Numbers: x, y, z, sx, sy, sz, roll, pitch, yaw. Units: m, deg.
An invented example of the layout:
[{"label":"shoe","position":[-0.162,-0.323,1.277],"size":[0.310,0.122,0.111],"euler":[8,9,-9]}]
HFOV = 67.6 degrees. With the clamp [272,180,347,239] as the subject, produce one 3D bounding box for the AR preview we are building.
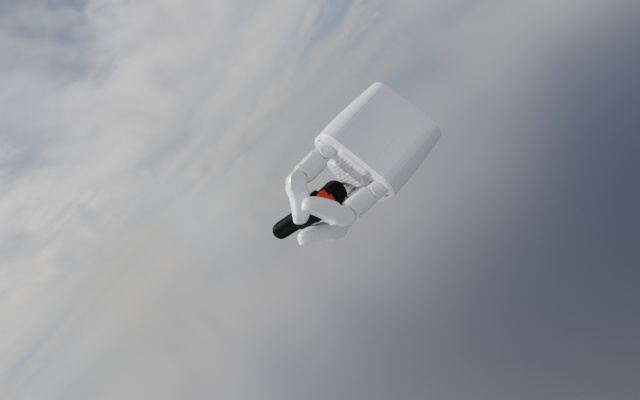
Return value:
[{"label":"clamp","position":[0.000,0.002,0.627],"size":[0.120,0.039,0.171],"euler":[-45,8,-19]}]
